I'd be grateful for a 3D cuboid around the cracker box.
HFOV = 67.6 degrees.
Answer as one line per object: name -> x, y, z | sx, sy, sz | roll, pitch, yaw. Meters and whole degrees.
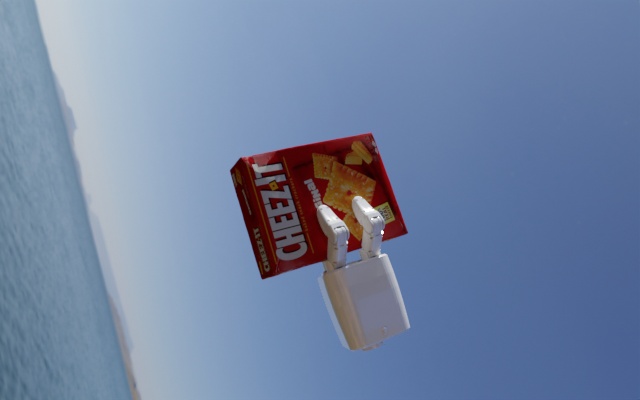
cracker box -> 0.000, 0.002, 0.681 | 0.213, 0.164, 0.072 | -14, -9, -26
